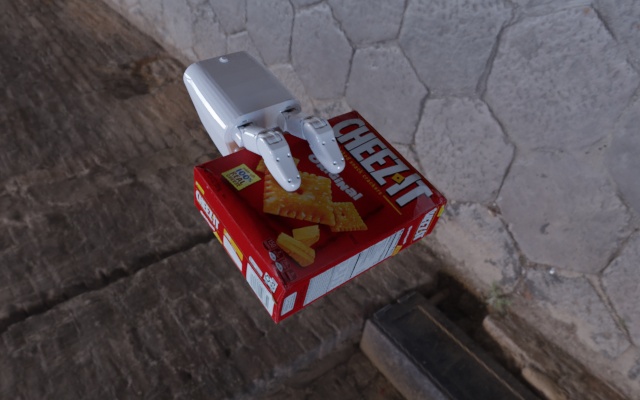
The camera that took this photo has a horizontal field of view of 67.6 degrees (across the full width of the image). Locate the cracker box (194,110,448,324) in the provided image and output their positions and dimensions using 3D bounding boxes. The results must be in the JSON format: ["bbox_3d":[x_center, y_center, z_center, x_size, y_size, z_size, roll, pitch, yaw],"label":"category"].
[{"bbox_3d":[0.000,0.002,0.506,0.213,0.164,0.072,-25,-29,-29],"label":"cracker box"}]
